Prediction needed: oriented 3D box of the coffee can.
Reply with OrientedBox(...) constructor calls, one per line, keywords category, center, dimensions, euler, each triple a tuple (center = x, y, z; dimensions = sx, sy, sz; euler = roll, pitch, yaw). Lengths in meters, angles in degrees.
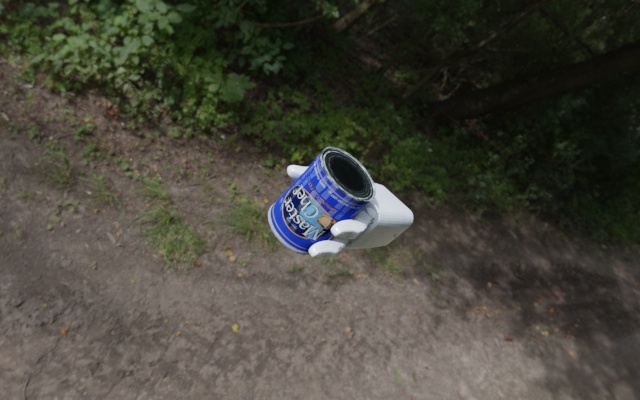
OrientedBox(category="coffee can", center=(0.000, 0.002, 0.731), dimensions=(0.103, 0.102, 0.140), euler=(0, -37, -48))
